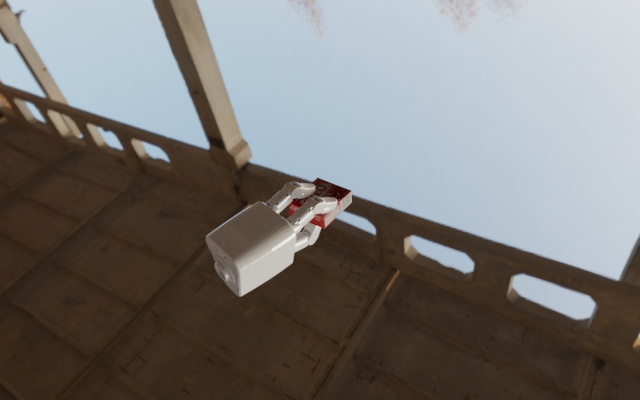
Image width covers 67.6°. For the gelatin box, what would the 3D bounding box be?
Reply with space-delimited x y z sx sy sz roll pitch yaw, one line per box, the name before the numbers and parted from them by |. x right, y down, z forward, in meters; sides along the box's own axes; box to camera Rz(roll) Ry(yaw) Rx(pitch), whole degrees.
gelatin box | 0.000 0.003 0.817 0.073 0.030 0.089 22 44 28
